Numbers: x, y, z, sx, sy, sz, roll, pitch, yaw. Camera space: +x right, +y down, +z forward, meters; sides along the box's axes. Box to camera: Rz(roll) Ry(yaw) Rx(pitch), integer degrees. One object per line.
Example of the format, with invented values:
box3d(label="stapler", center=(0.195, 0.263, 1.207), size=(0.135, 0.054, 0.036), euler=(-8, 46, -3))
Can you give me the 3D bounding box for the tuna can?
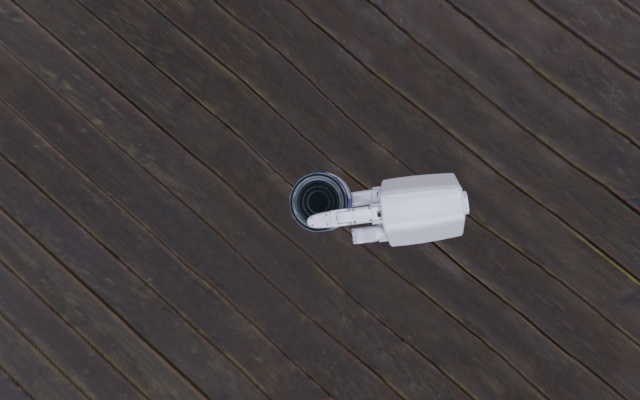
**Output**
box3d(label="tuna can", center=(0.000, 0.002, 0.674), size=(0.086, 0.086, 0.034), euler=(0, 1, 14))
